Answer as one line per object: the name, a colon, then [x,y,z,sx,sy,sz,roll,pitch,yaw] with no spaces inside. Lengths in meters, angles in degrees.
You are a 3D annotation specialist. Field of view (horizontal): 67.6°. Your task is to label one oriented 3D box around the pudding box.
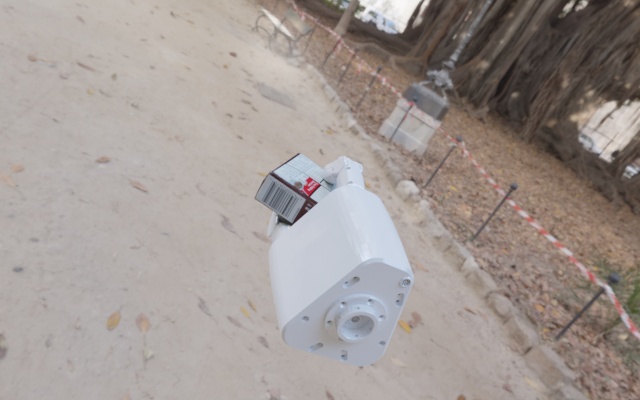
pudding box: [0.000,0.002,0.505,0.113,0.039,0.090,35,24,4]
